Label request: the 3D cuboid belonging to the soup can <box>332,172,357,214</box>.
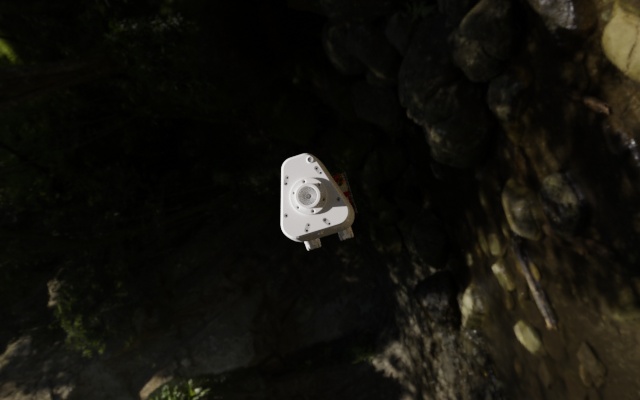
[{"bbox_3d":[0.000,0.002,0.752,0.102,0.068,0.068,-17,-1,3],"label":"soup can"}]
